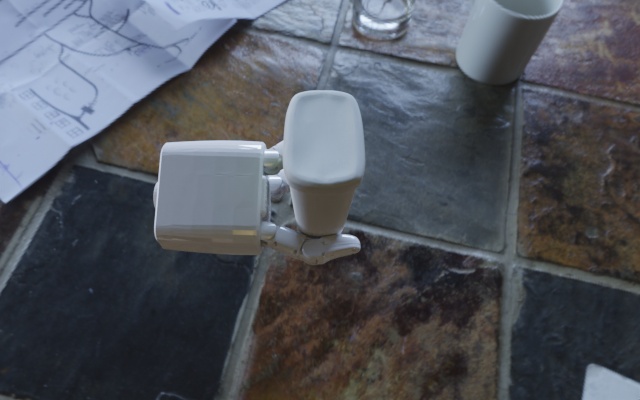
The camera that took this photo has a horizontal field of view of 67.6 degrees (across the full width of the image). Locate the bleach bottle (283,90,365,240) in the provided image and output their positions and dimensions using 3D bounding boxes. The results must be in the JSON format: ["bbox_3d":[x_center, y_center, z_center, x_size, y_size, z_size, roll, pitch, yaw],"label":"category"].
[{"bbox_3d":[0.000,0.002,0.503,0.068,0.102,0.251,1,-27,-1],"label":"bleach bottle"}]
